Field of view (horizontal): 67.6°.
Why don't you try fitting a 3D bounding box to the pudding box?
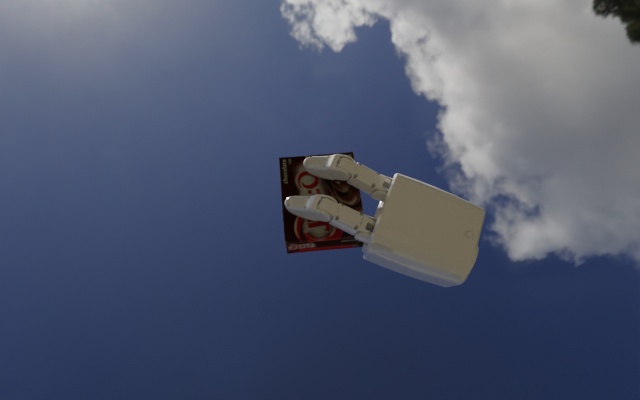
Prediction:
[{"bbox_3d":[0.000,0.002,0.553,0.090,0.113,0.039,-5,-29,-4],"label":"pudding box"}]
